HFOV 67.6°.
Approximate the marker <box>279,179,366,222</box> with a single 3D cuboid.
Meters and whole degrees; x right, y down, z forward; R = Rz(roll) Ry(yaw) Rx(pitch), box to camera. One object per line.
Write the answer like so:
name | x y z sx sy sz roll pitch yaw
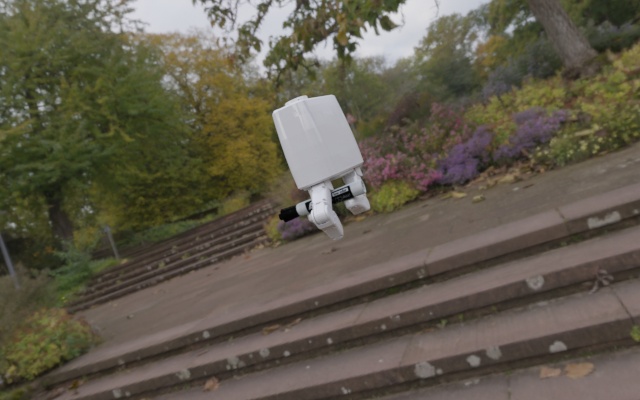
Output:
marker | 0.000 0.002 0.620 0.121 0.020 0.020 -21 -6 17
